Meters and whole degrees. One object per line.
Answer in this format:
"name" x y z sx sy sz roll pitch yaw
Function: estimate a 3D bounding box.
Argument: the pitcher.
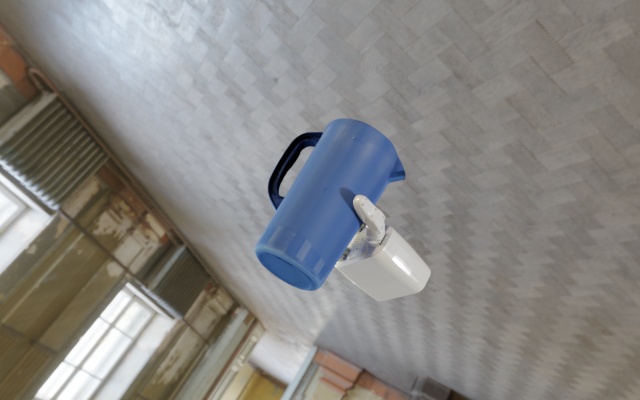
"pitcher" 0.000 0.002 0.710 0.145 0.242 0.149 44 -27 -22
